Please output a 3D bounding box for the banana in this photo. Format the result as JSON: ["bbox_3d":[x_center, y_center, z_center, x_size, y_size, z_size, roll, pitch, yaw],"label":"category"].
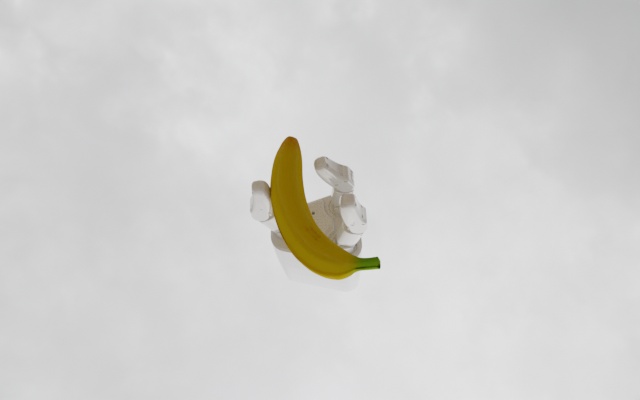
[{"bbox_3d":[-0.015,0.013,0.498,0.069,0.197,0.037,-29,-33,-7],"label":"banana"}]
